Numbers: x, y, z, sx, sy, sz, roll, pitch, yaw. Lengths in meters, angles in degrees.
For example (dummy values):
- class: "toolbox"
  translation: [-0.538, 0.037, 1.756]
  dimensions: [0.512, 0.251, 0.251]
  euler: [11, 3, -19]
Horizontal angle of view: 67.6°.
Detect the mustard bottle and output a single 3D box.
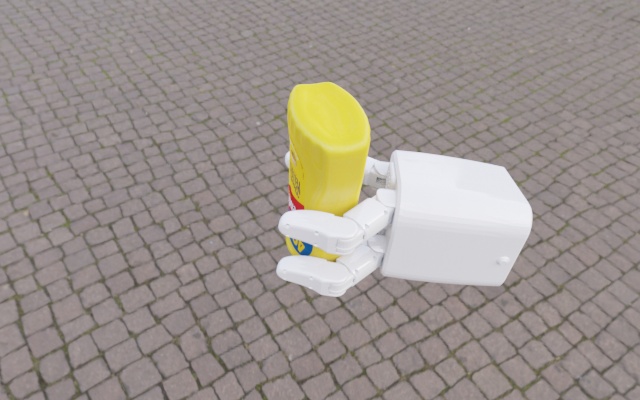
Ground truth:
- class: "mustard bottle"
  translation: [0.000, 0.001, 0.422]
  dimensions: [0.058, 0.192, 0.096]
  euler: [-10, 45, -15]
